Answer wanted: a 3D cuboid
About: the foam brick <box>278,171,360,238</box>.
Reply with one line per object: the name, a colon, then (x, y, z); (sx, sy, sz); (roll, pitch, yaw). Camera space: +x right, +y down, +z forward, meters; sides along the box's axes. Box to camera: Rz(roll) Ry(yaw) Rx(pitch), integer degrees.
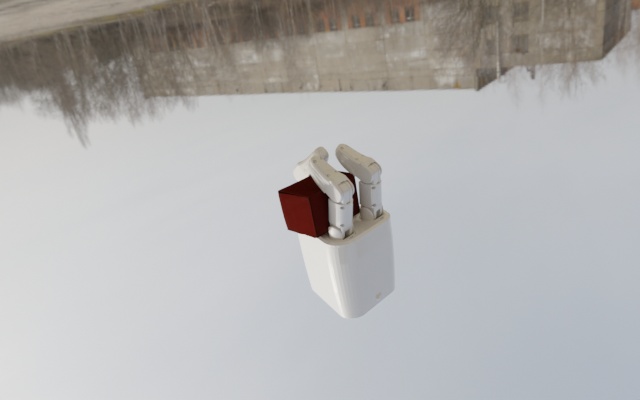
foam brick: (0.000, 0.002, 0.552); (0.078, 0.051, 0.053); (-28, 28, -38)
